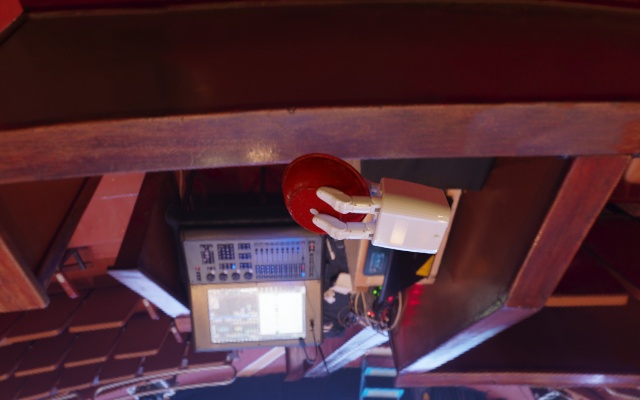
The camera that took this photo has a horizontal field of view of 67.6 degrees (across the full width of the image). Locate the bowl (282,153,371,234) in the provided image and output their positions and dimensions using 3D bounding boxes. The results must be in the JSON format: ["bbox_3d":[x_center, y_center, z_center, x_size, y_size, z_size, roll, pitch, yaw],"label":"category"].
[{"bbox_3d":[-0.001,0.003,0.805,0.162,0.162,0.055,0,35,24],"label":"bowl"}]
